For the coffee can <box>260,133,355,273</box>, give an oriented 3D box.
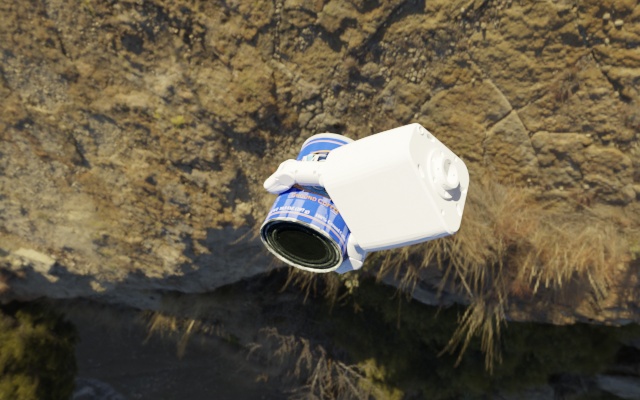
[{"bbox_3d":[0.000,0.002,0.589,0.103,0.140,0.103,16,-36,12],"label":"coffee can"}]
